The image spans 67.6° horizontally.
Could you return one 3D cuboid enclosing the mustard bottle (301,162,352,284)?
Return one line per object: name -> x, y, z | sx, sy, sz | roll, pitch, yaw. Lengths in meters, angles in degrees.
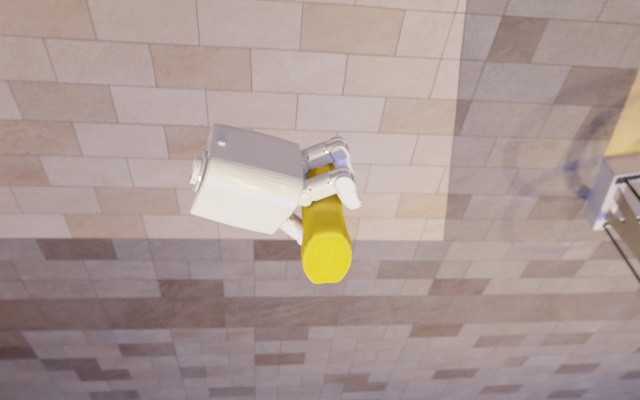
mustard bottle -> 0.000, 0.002, 0.603 | 0.058, 0.191, 0.096 | -4, -44, -2
